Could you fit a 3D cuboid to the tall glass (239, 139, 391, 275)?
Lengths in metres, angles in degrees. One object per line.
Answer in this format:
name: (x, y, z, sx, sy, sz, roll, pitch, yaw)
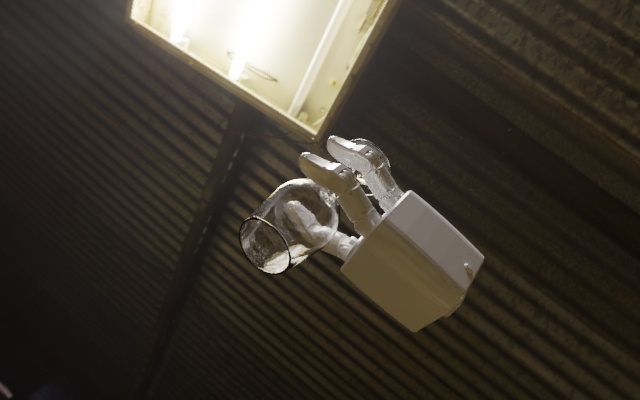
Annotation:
tall glass: (0.000, 0.001, 0.519, 0.079, 0.079, 0.201, 0, 25, 37)
